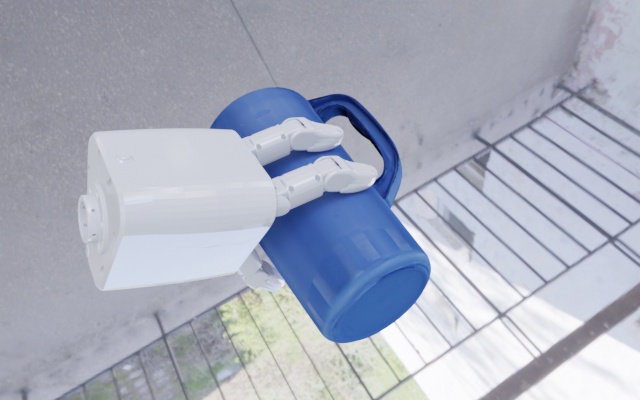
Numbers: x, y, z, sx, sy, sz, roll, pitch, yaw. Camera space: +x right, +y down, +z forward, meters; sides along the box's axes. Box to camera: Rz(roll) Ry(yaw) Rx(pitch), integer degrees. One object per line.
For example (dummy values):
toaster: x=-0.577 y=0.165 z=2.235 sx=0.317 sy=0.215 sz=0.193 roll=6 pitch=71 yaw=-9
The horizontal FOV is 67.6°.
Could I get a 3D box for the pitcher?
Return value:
pitcher: x=0.000 y=0.002 z=0.455 sx=0.145 sy=0.149 sz=0.242 roll=-2 pitch=41 yaw=-38
